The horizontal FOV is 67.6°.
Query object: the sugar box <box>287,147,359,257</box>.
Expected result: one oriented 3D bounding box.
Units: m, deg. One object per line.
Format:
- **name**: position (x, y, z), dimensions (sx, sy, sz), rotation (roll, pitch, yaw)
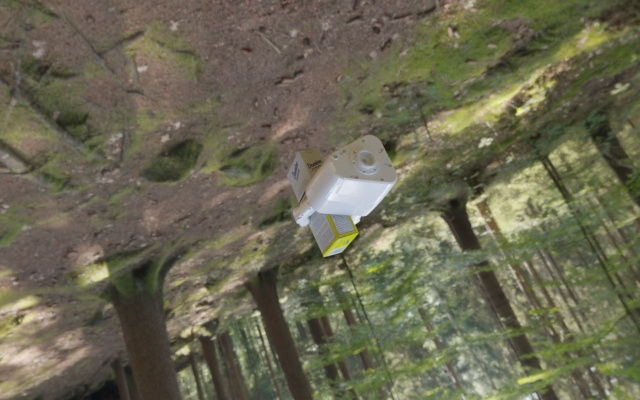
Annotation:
- **sugar box**: position (0.001, 0.003, 0.846), dimensions (0.048, 0.176, 0.093), rotation (-13, -22, -24)
